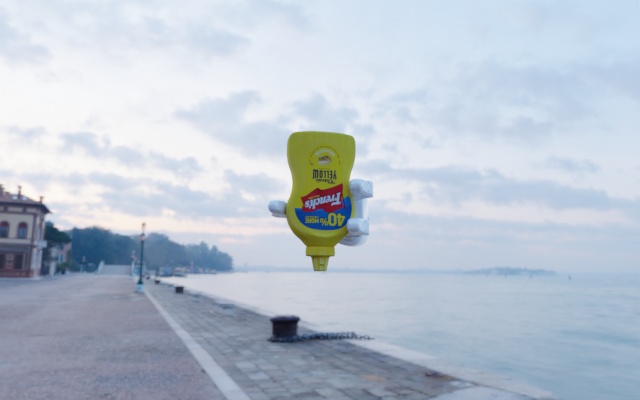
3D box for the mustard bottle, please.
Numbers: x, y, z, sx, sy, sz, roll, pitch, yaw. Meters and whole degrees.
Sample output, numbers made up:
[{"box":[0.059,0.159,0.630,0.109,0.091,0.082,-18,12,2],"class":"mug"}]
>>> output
[{"box":[0.000,0.002,0.666,0.096,0.191,0.058,2,-8,-13],"class":"mustard bottle"}]
